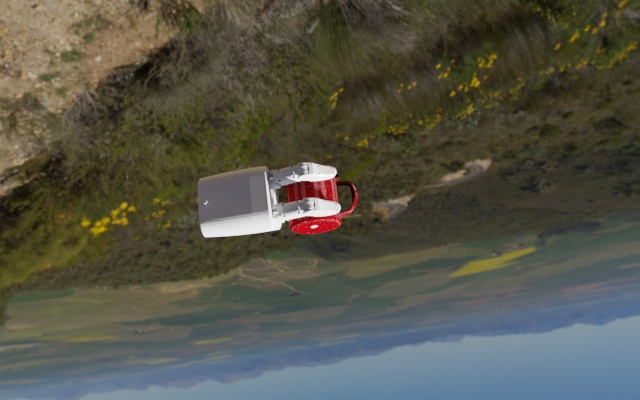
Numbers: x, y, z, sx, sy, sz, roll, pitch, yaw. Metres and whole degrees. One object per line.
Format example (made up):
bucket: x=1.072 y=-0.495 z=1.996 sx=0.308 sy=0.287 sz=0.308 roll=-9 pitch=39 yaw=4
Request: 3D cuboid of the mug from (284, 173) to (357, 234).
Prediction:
mug: x=0.002 y=0.002 z=0.751 sx=0.117 sy=0.081 sz=0.093 roll=-8 pitch=-18 yaw=4
